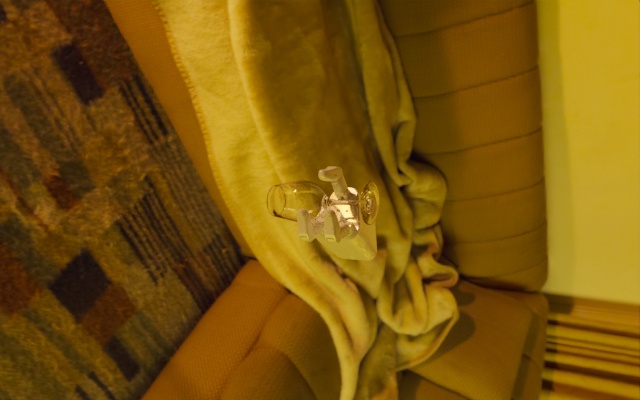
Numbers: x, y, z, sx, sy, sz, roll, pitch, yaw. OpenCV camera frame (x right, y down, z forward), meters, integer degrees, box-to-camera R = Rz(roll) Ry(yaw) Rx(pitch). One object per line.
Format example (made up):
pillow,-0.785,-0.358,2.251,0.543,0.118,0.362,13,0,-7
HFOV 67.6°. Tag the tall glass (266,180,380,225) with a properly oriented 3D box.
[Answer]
tall glass,0.001,0.003,0.862,0.201,0.079,0.079,2,1,31
